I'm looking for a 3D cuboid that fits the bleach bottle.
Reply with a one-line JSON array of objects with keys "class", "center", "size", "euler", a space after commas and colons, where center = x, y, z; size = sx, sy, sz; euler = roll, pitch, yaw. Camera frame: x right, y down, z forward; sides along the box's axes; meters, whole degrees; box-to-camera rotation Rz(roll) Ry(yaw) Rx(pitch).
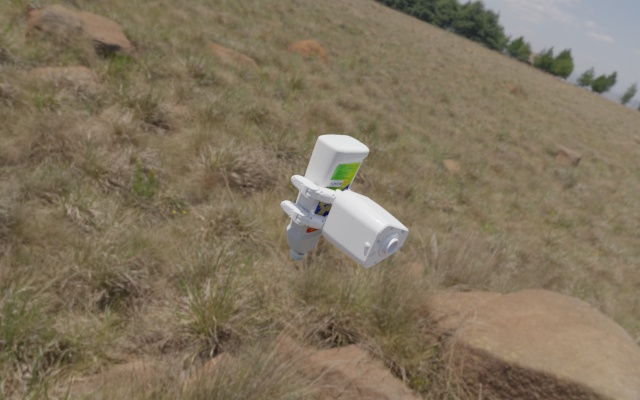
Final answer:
[{"class": "bleach bottle", "center": [0.000, 0.003, 0.898], "size": [0.102, 0.251, 0.068], "euler": [-7, 37, -47]}]
